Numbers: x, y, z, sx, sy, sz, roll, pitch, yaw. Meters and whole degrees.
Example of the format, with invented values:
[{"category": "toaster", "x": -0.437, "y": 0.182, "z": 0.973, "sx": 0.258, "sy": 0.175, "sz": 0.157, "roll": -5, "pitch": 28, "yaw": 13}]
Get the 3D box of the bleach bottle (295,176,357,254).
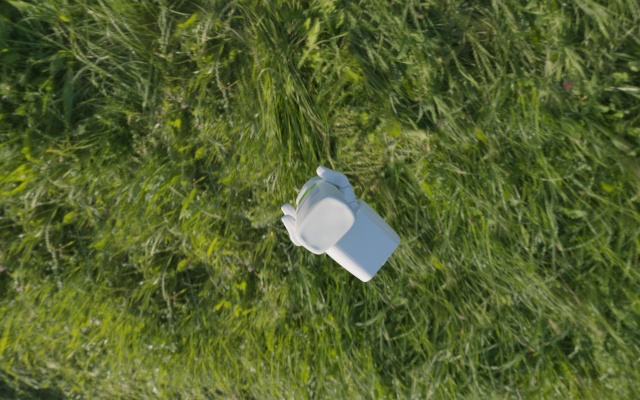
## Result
[{"category": "bleach bottle", "x": 0.000, "y": 0.003, "z": 0.858, "sx": 0.068, "sy": 0.102, "sz": 0.250, "roll": 40, "pitch": 11, "yaw": -14}]
